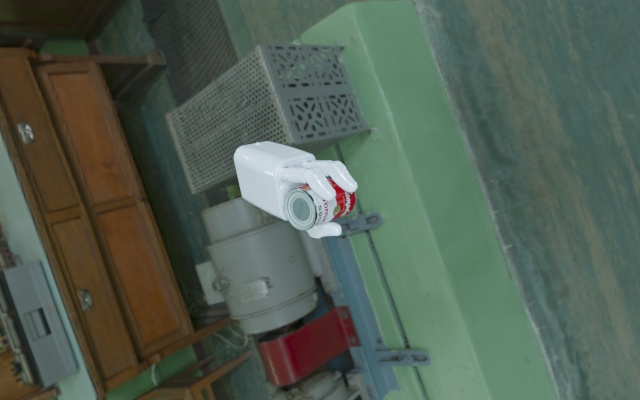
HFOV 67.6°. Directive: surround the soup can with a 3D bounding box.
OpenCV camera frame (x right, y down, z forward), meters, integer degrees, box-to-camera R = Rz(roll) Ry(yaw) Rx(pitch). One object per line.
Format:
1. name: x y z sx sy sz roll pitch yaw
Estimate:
1. soup can: 0.000 0.003 0.756 0.068 0.068 0.102 0 13 41
